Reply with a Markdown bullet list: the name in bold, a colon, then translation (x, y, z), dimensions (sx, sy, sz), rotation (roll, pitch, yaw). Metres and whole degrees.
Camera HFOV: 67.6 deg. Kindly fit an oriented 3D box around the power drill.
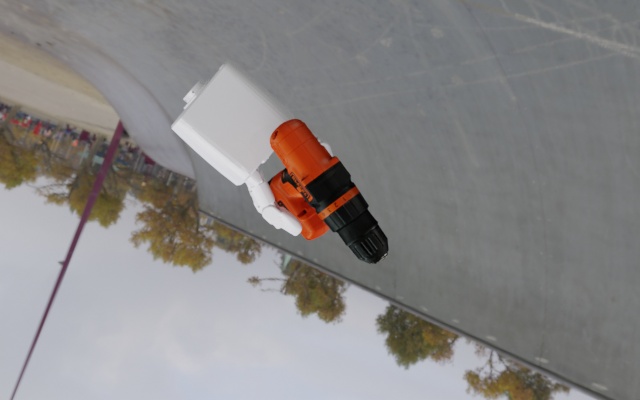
- **power drill**: translation (0.000, 0.002, 0.589), dimensions (0.057, 0.184, 0.188), rotation (-35, -2, -16)
